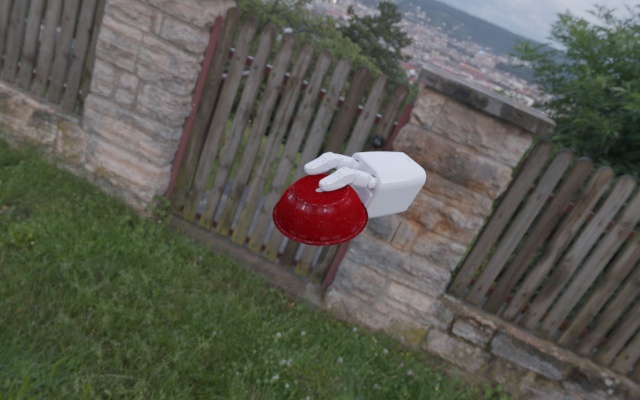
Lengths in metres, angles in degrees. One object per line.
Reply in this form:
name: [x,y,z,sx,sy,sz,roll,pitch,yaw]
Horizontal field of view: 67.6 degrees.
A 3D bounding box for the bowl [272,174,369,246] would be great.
bowl: [-0.001,0.003,0.787,0.162,0.055,0.162,1,36,0]
